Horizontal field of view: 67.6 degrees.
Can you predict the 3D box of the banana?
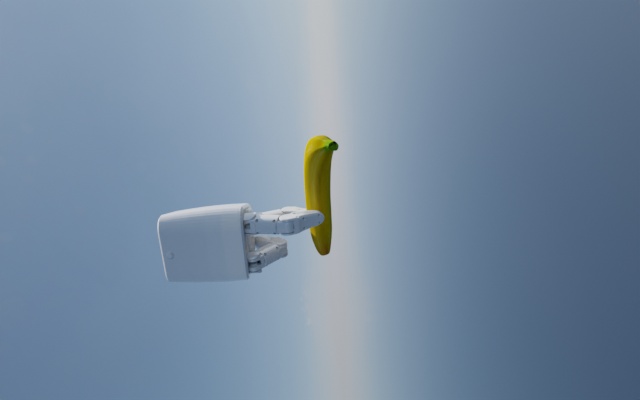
[{"bbox_3d":[-0.002,-0.013,0.625,0.037,0.198,0.069,-4,44,-5],"label":"banana"}]
